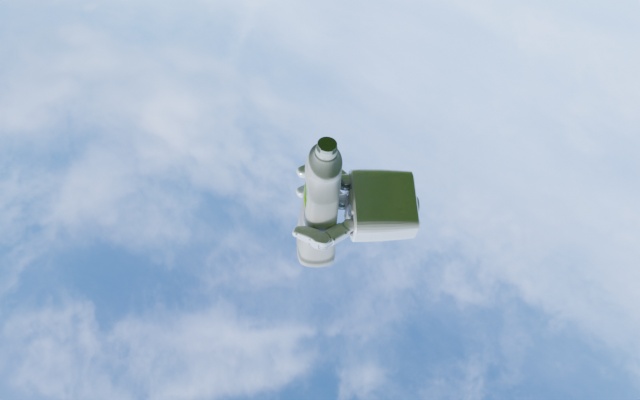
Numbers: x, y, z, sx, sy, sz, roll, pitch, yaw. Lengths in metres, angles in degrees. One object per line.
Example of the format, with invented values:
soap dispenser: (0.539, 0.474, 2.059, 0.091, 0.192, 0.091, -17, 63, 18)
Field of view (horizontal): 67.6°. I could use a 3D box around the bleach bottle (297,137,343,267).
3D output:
bleach bottle: (0.000, 0.002, 0.757, 0.068, 0.102, 0.251, -2, -36, -7)
